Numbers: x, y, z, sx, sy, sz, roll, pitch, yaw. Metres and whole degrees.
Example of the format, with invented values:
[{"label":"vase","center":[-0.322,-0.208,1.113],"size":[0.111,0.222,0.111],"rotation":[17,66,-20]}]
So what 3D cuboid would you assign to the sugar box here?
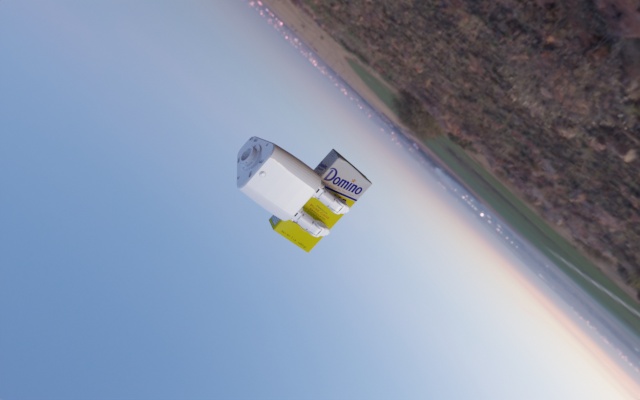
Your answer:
[{"label":"sugar box","center":[0.000,0.003,0.861],"size":[0.093,0.176,0.048],"rotation":[36,13,-31]}]
